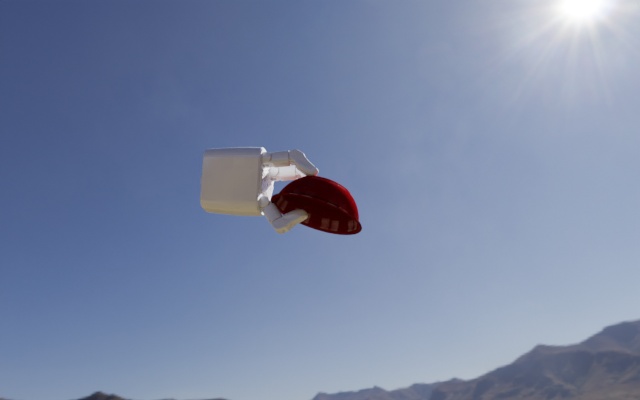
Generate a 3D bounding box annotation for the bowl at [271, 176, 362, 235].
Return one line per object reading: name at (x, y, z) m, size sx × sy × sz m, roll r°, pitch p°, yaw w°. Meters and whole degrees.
bowl at (0.002, 0.003, 0.813) m, size 0.162 × 0.055 × 0.162 m, roll 17°, pitch -19°, yaw 6°
